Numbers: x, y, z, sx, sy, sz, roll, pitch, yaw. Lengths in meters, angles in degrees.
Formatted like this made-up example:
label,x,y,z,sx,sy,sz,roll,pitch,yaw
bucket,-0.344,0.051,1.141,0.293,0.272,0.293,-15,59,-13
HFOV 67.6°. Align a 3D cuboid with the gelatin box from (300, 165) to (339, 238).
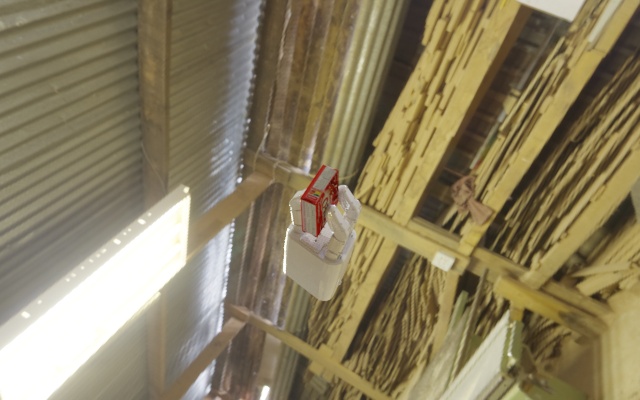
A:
label,x,y,z,sx,sy,sz,roll,pitch,yaw
gelatin box,0.000,0.002,0.725,0.030,0.073,0.089,22,-34,17
